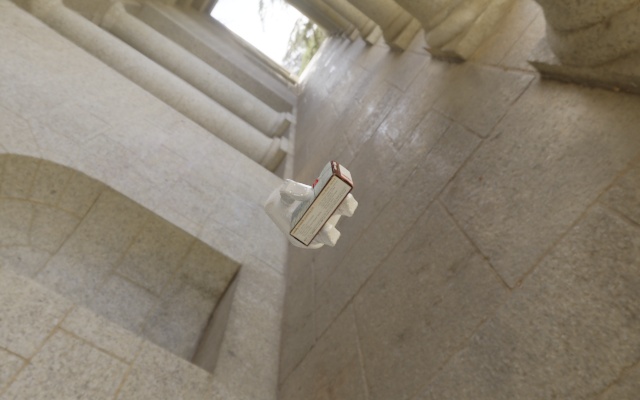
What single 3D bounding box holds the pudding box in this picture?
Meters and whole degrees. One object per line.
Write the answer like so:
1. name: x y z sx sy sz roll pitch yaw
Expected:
1. pudding box: 0.000 0.002 0.702 0.039 0.113 0.090 33 14 -11
